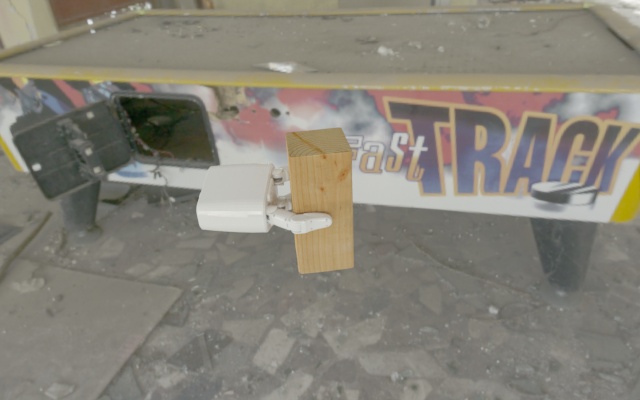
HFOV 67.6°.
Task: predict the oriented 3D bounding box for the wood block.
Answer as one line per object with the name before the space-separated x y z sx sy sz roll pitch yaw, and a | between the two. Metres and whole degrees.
wood block | 0.000 0.003 0.745 0.090 0.206 0.090 -6 31 -4
